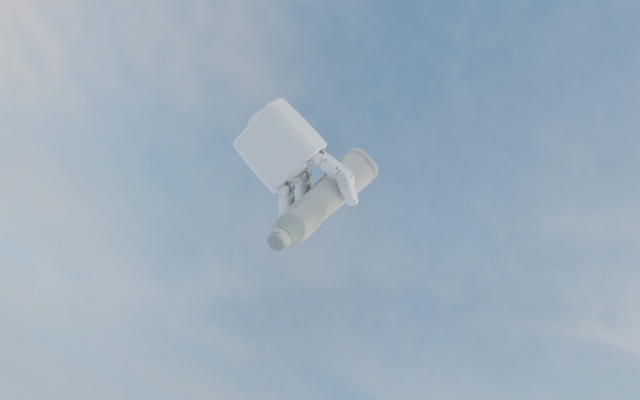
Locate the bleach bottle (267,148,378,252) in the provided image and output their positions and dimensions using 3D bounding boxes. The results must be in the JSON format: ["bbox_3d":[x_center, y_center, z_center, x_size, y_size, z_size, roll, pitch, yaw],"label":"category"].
[{"bbox_3d":[0.000,0.003,0.769,0.103,0.068,0.250,-44,-1,40],"label":"bleach bottle"}]
